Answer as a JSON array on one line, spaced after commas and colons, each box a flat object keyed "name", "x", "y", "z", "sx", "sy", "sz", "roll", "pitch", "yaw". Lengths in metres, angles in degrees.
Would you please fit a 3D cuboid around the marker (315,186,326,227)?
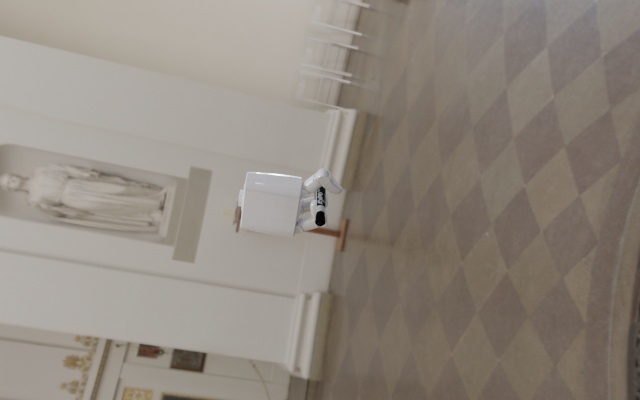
[{"name": "marker", "x": 0.000, "y": 0.003, "z": 0.871, "sx": 0.020, "sy": 0.020, "sz": 0.121, "roll": 0, "pitch": 41, "yaw": 1}]
